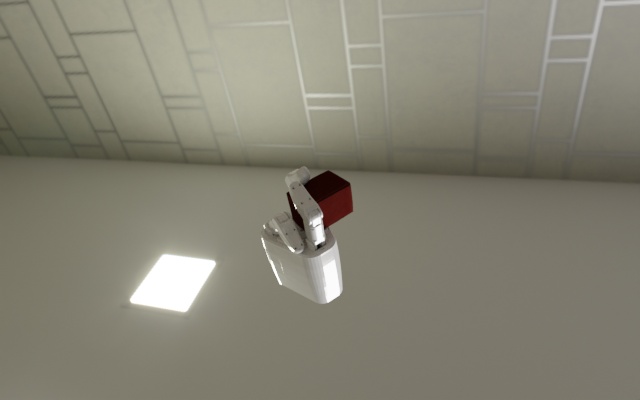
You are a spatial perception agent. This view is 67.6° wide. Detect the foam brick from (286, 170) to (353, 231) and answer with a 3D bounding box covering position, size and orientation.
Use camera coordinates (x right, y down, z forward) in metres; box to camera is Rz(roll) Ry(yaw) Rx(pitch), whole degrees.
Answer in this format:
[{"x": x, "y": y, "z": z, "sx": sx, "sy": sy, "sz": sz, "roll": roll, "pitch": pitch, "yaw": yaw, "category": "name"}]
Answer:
[{"x": 0.000, "y": 0.002, "z": 0.679, "sx": 0.078, "sy": 0.051, "sz": 0.053, "roll": -29, "pitch": 40, "yaw": -21, "category": "foam brick"}]
